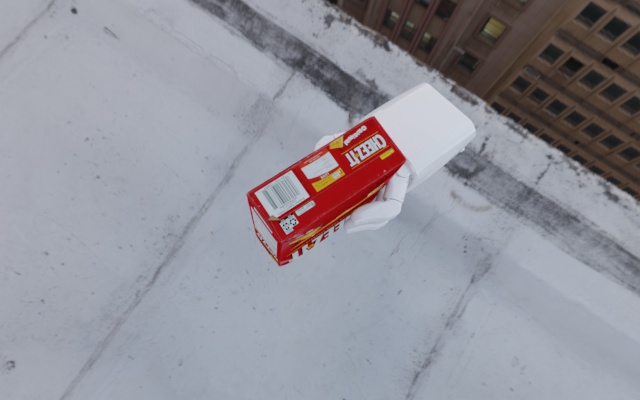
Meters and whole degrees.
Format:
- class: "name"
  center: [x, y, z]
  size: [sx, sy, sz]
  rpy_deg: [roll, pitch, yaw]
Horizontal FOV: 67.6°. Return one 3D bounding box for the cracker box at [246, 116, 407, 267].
- class: "cracker box"
  center: [0.000, 0.002, 0.591]
  size: [0.164, 0.072, 0.214]
  rpy_deg: [-33, -9, -12]
